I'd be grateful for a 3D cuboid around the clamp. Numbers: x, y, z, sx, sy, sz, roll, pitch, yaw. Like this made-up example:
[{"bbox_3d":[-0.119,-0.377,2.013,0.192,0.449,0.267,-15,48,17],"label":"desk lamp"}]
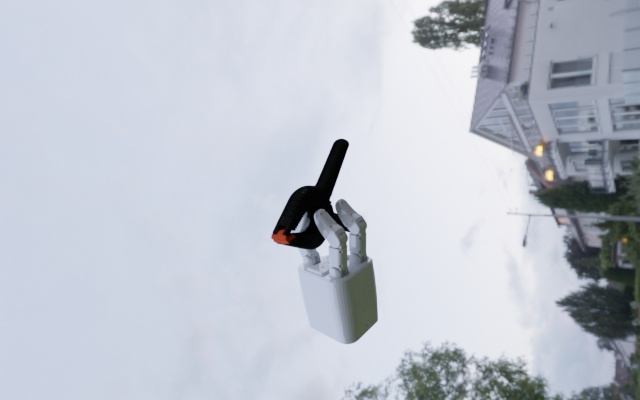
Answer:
[{"bbox_3d":[-0.001,0.003,0.718,0.036,0.164,0.210,1,17,36],"label":"clamp"}]
